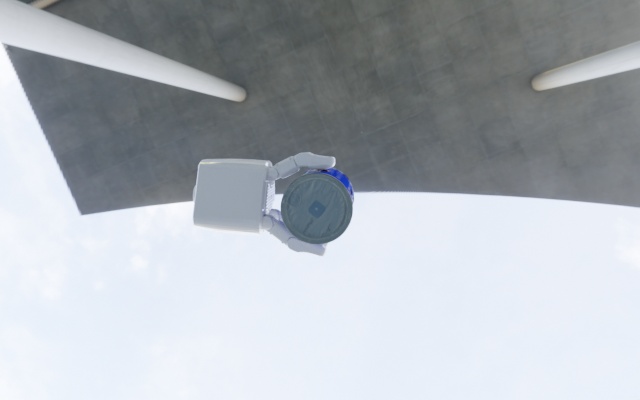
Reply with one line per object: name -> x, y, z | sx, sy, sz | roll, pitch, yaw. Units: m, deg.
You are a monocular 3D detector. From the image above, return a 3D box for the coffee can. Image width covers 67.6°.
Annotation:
coffee can -> 0.000, 0.002, 0.737 | 0.103, 0.103, 0.140 | 0, 8, 5
